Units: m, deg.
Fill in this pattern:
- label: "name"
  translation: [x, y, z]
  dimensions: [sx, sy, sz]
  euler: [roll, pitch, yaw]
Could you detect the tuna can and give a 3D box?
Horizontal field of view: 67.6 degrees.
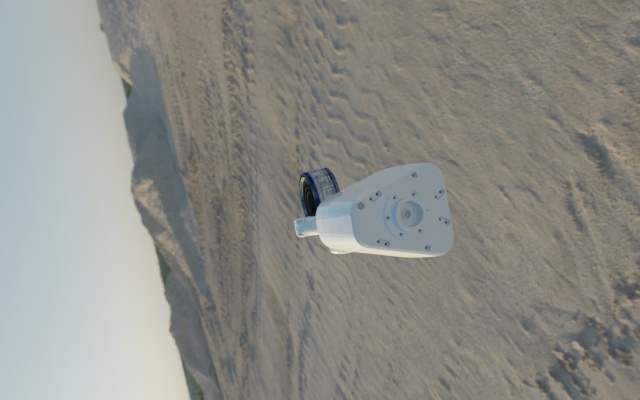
- label: "tuna can"
  translation: [0.000, 0.002, 0.623]
  dimensions: [0.034, 0.086, 0.086]
  euler: [-13, 3, -14]
